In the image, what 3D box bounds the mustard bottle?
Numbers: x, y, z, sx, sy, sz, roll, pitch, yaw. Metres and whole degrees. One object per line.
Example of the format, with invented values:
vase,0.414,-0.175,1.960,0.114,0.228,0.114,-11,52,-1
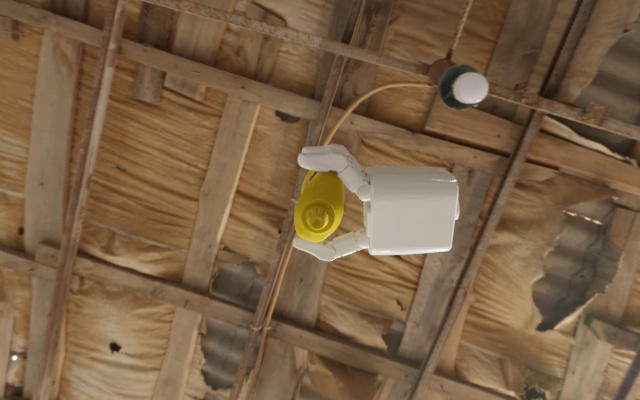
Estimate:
mustard bottle,0.000,0.002,0.624,0.058,0.096,0.191,21,14,-4
